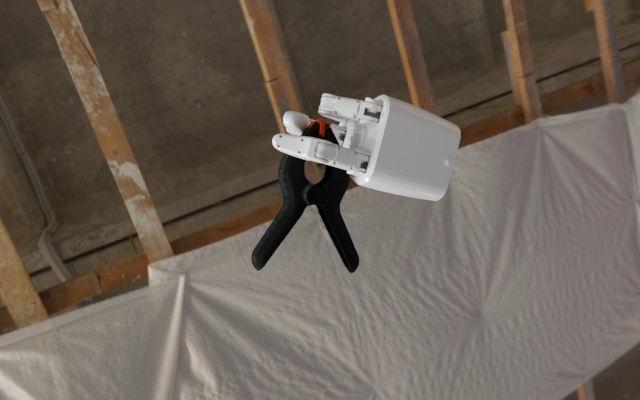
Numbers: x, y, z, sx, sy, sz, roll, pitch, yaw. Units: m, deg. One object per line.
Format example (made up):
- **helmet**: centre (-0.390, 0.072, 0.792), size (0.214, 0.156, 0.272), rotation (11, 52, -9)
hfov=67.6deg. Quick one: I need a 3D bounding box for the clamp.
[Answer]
- **clamp**: centre (0.000, 0.001, 0.520), size (0.120, 0.171, 0.039), rotation (14, 2, -25)
